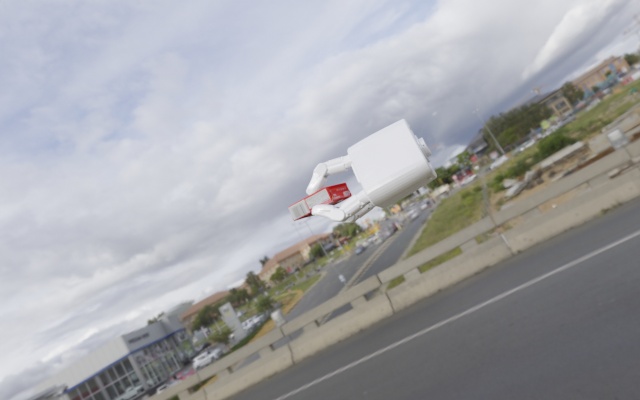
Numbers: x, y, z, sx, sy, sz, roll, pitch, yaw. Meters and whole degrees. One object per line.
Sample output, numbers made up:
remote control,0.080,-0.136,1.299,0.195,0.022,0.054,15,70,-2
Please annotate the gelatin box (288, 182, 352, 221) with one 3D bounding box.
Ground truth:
gelatin box,0.000,0.002,0.828,0.089,0.030,0.073,-27,-7,29
